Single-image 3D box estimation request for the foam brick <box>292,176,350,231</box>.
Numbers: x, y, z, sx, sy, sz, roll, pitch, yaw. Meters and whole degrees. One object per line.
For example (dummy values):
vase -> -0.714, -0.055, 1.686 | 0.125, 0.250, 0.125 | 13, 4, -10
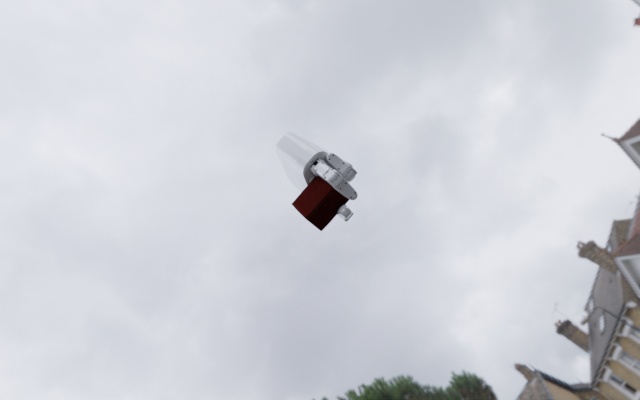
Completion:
foam brick -> 0.000, 0.003, 0.826 | 0.051, 0.078, 0.053 | 39, -4, 42
